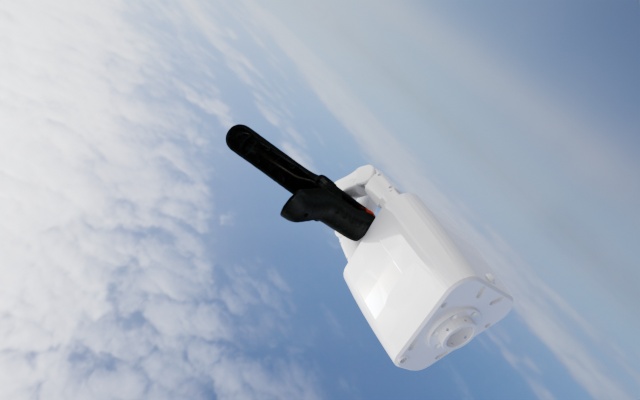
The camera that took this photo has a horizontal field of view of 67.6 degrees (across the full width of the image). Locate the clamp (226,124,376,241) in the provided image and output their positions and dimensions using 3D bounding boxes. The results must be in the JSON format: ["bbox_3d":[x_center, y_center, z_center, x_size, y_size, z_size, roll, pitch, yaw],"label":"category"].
[{"bbox_3d":[0.000,0.002,0.419,0.171,0.039,0.120,28,21,-39],"label":"clamp"}]
